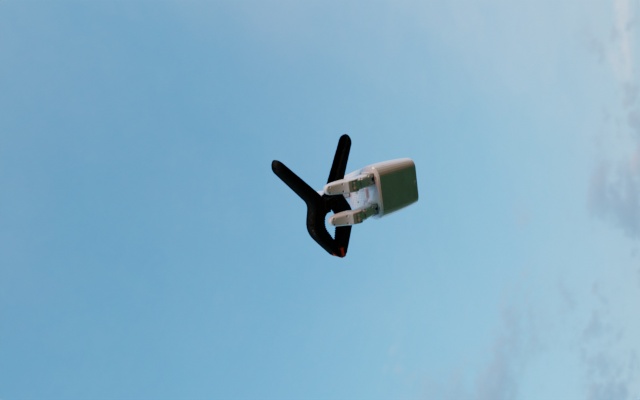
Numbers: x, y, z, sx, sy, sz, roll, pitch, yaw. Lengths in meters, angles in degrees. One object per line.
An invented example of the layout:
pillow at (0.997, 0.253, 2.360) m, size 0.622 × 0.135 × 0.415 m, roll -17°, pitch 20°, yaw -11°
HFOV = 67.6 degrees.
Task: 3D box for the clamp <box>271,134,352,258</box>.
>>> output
clamp at (0.000, 0.003, 0.813) m, size 0.164 × 0.210 × 0.036 m, roll -16°, pitch 14°, yaw -34°
